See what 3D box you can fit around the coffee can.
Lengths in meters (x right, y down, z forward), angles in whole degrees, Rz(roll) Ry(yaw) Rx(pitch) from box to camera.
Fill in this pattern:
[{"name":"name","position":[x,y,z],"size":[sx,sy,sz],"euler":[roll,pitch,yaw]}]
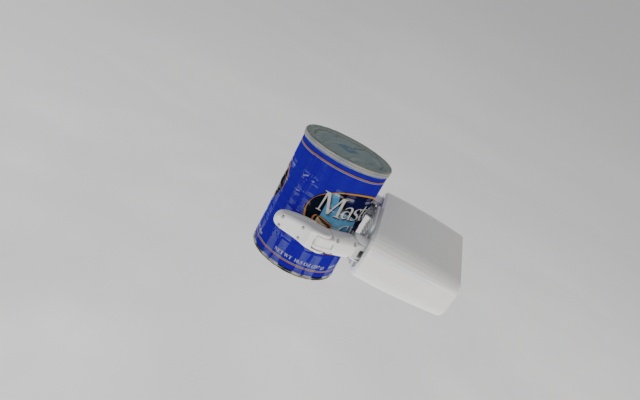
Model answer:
[{"name":"coffee can","position":[0.000,0.002,0.530],"size":[0.103,0.140,0.102],"euler":[25,20,-10]}]
